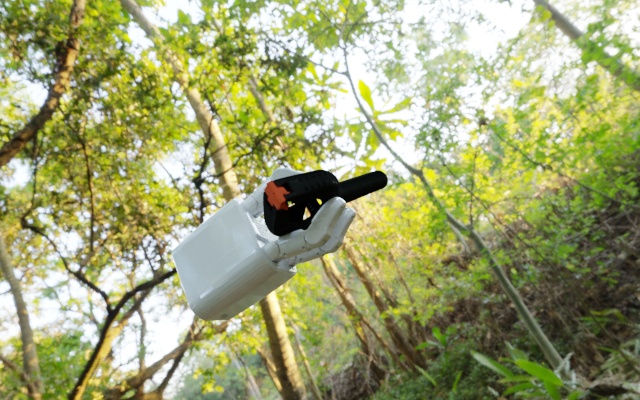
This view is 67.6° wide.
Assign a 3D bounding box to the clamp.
[{"bbox_3d":[-0.001,0.001,0.555,0.164,0.036,0.210,-40,-19,5],"label":"clamp"}]
